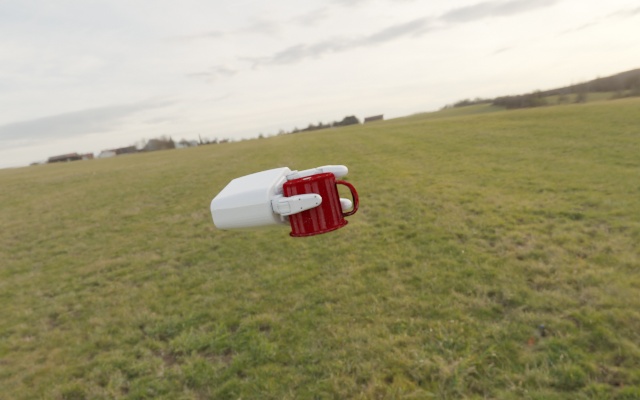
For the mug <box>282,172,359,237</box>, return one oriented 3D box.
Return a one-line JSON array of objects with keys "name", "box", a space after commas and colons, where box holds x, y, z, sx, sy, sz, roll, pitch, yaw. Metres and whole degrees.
[{"name": "mug", "box": [0.001, 0.002, 0.721, 0.117, 0.081, 0.093, -10, 8, 21]}]
